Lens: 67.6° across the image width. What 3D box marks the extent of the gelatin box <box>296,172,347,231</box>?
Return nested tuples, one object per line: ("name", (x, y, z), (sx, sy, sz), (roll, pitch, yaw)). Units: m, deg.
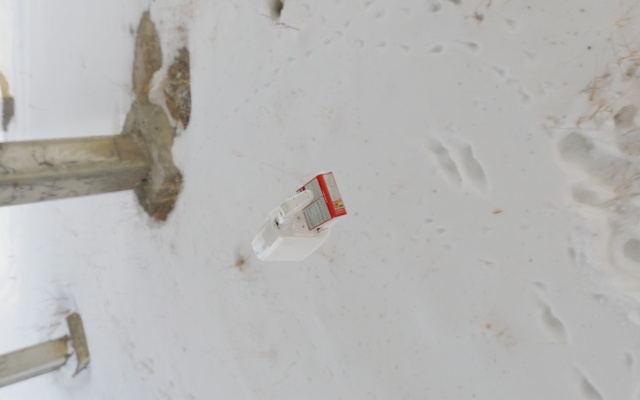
("gelatin box", (0.000, 0.003, 0.779), (0.030, 0.073, 0.089), (-14, -10, -32))
